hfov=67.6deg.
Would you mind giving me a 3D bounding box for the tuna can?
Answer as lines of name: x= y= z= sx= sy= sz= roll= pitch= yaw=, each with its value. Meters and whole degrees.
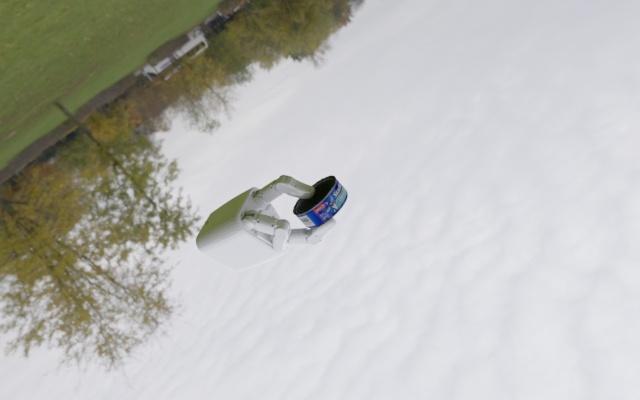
tuna can: x=0.001 y=0.003 z=0.736 sx=0.086 sy=0.034 sz=0.086 roll=-36 pitch=20 yaw=16
